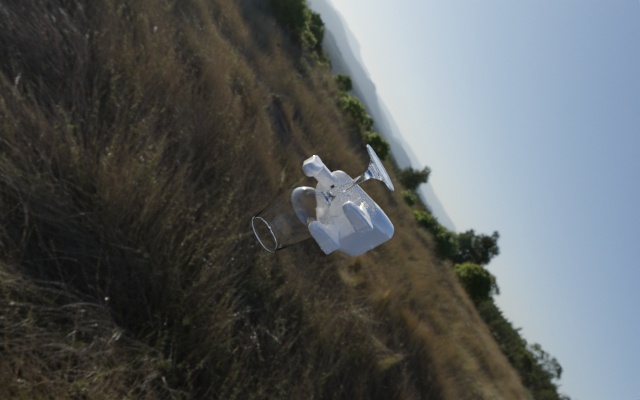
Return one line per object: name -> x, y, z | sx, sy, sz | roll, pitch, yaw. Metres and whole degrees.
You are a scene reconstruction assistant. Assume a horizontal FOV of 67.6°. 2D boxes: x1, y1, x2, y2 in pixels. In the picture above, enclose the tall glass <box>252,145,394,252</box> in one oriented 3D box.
tall glass -> 0.001, 0.002, 0.688 | 0.201, 0.079, 0.079 | -30, -8, 13
